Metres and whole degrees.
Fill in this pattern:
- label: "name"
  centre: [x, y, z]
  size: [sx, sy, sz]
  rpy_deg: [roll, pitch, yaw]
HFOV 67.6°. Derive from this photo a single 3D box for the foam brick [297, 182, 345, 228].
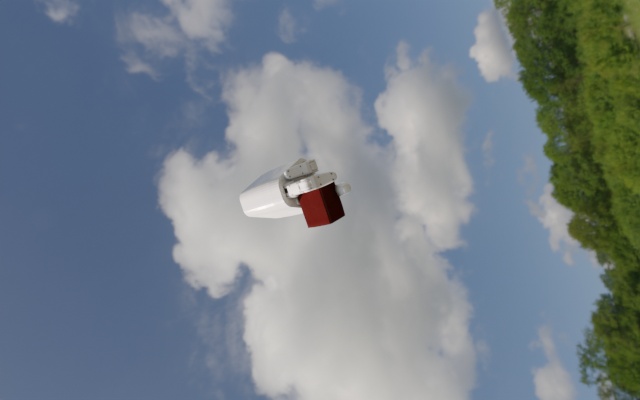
- label: "foam brick"
  centre: [0.000, 0.003, 0.839]
  size: [0.051, 0.078, 0.053]
  rpy_deg: [-16, 4, 34]
